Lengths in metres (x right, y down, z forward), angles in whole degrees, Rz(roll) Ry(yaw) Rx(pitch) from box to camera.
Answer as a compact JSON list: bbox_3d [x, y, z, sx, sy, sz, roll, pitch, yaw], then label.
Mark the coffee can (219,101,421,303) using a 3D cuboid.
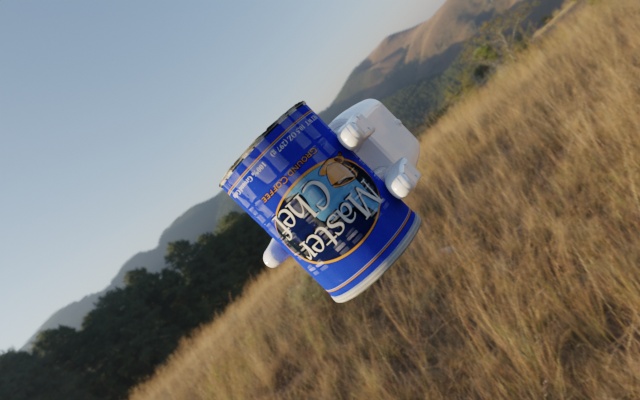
[{"bbox_3d":[0.000,0.002,0.407,0.140,0.103,0.103,45,3,-3],"label":"coffee can"}]
